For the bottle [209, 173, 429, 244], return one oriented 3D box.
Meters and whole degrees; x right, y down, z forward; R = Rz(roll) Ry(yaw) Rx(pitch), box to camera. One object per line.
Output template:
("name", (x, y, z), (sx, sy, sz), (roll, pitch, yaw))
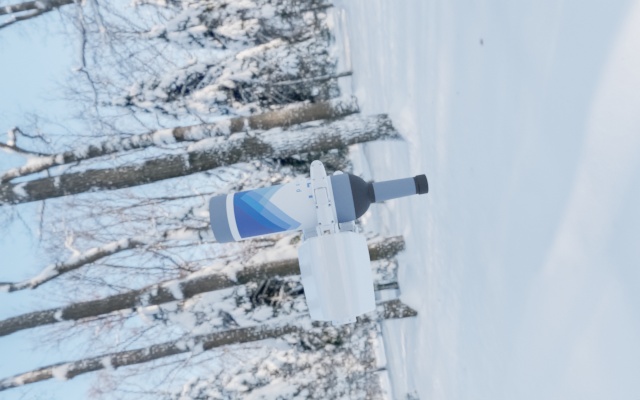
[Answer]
("bottle", (0.000, 0.002, 0.658), (0.296, 0.069, 0.069), (-10, 0, 2))
